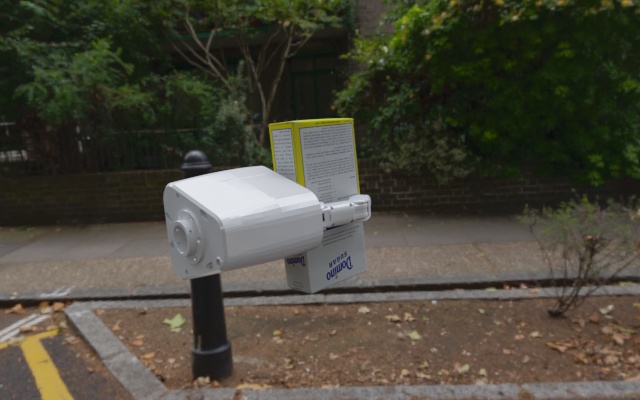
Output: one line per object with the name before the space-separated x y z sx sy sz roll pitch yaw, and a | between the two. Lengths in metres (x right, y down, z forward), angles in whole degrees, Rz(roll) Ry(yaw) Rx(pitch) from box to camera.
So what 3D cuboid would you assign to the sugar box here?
sugar box | 0.000 0.002 0.516 0.093 0.176 0.048 -13 14 -43
